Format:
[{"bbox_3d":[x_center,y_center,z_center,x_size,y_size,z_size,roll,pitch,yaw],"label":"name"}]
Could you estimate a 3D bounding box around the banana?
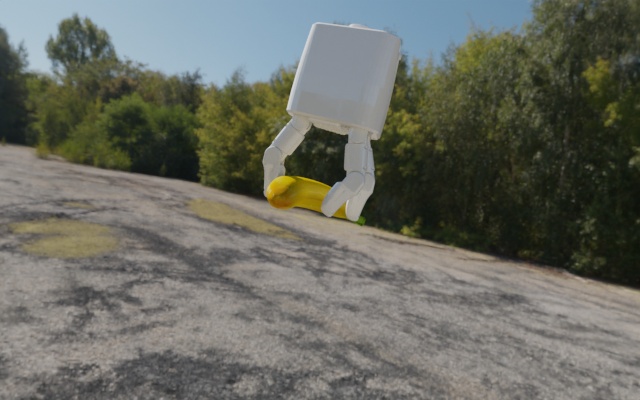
[{"bbox_3d":[-0.013,-0.004,0.563,0.069,0.037,0.198,24,6,32],"label":"banana"}]
